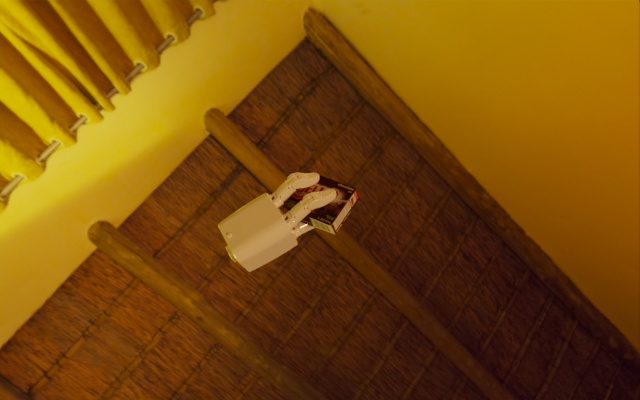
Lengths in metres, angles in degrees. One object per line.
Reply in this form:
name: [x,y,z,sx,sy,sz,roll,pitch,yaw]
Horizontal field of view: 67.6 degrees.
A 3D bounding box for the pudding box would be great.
pudding box: [0.000,0.003,0.867,0.113,0.090,0.039,22,-27,27]
